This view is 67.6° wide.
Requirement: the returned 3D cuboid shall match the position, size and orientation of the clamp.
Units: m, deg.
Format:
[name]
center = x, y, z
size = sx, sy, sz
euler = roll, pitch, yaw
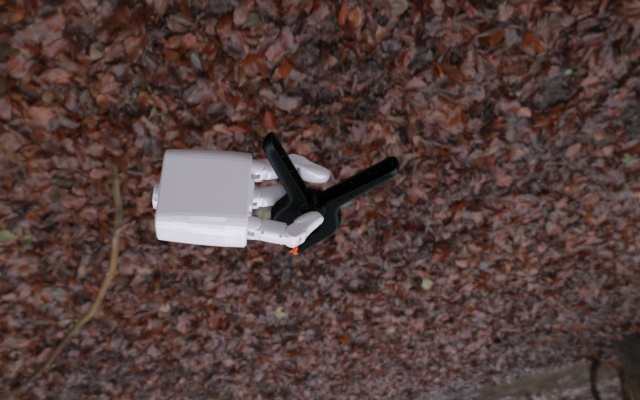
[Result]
[clamp]
center = 0.000, 0.003, 0.618
size = 0.164, 0.036, 0.210
euler = 6, -41, -8
